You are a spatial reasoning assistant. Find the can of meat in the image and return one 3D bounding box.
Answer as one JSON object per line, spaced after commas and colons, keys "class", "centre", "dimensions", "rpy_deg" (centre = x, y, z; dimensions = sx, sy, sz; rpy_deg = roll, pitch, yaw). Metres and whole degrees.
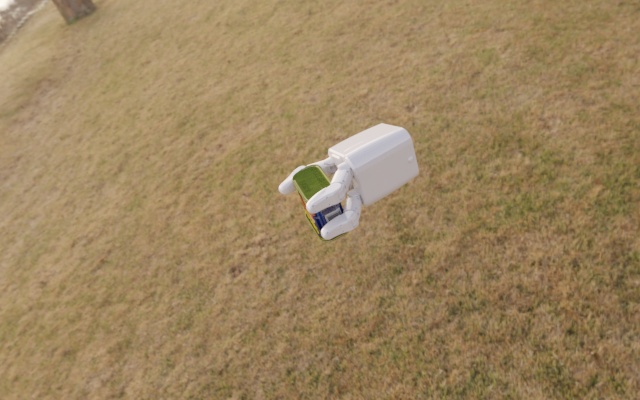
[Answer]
{"class": "can of meat", "centre": [0.000, 0.002, 0.757], "dimensions": [0.057, 0.084, 0.102], "rpy_deg": [-26, 38, -6]}
